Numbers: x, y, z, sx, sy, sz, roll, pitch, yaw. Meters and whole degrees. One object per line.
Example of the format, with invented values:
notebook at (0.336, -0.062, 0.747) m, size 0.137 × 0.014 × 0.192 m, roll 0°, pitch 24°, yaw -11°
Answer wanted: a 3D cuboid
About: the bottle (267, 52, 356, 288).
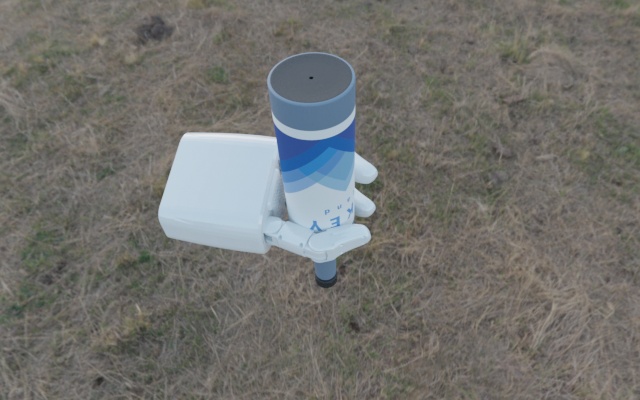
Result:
bottle at (0.000, 0.001, 0.470) m, size 0.069 × 0.069 × 0.296 m, roll 0°, pitch -40°, yaw 4°
